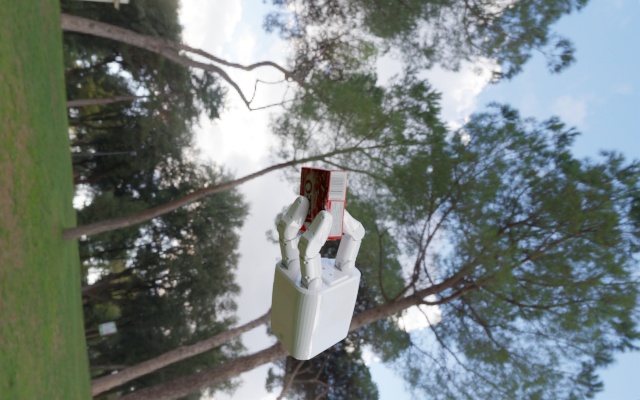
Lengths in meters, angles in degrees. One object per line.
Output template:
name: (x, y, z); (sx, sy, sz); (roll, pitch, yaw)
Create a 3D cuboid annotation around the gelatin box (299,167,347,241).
gelatin box: (0.001, 0.002, 0.629); (0.030, 0.089, 0.073); (1, 7, -33)
